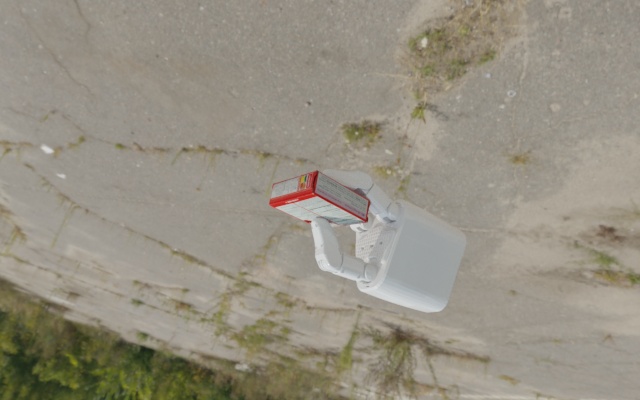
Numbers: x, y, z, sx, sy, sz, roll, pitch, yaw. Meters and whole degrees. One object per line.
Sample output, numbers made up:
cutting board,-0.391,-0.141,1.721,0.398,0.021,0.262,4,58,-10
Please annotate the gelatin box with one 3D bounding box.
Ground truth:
gelatin box,0.000,0.002,0.532,0.089,0.030,0.073,26,-27,-38
